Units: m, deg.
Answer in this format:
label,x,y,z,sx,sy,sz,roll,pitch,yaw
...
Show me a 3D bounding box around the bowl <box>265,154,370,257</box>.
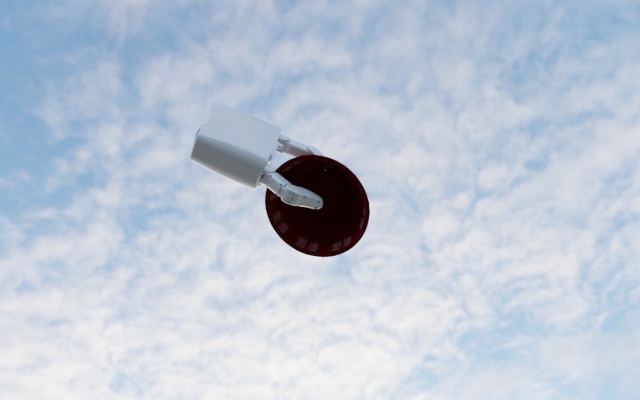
label,x,y,z,sx,sy,sz,roll,pitch,yaw
bowl,0.001,0.003,0.724,0.162,0.162,0.055,0,20,18
